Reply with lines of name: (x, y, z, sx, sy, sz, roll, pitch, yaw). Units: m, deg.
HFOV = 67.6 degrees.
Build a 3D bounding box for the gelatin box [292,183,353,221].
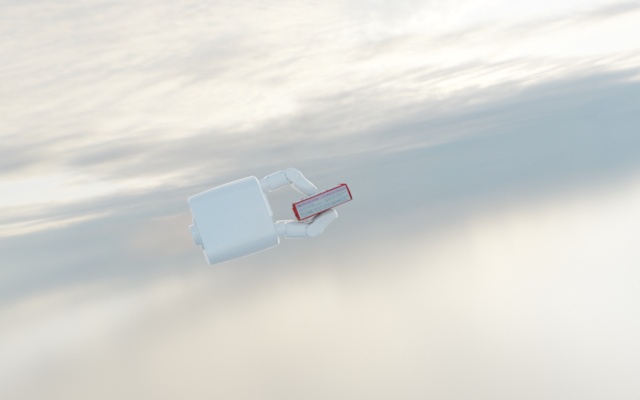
gelatin box: (0.000, 0.002, 0.738, 0.089, 0.030, 0.073, -23, 3, -4)
